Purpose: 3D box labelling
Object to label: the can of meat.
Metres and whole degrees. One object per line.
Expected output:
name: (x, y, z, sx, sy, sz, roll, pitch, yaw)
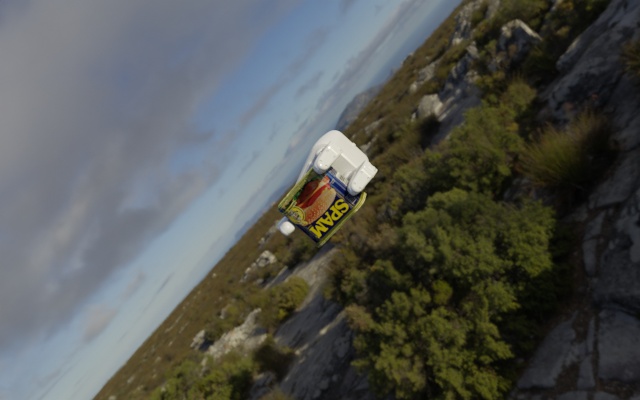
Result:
can of meat: (0.000, 0.002, 0.683, 0.084, 0.102, 0.057, 41, 24, -6)
